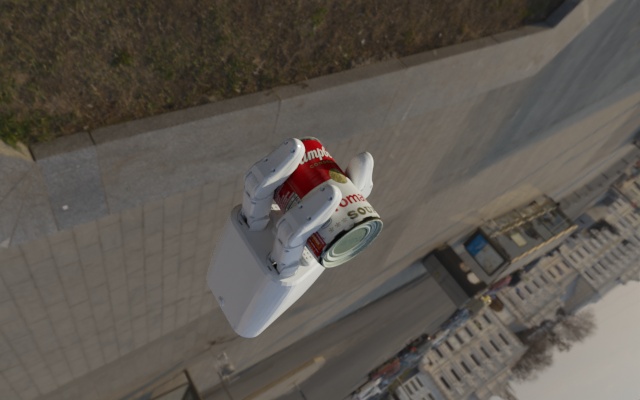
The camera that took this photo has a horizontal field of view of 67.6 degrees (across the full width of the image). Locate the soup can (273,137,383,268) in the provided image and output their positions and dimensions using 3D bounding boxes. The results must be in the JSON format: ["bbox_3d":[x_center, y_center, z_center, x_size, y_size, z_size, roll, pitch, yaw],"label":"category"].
[{"bbox_3d":[0.001,0.001,0.432,0.068,0.102,0.068,-29,-26,-16],"label":"soup can"}]
